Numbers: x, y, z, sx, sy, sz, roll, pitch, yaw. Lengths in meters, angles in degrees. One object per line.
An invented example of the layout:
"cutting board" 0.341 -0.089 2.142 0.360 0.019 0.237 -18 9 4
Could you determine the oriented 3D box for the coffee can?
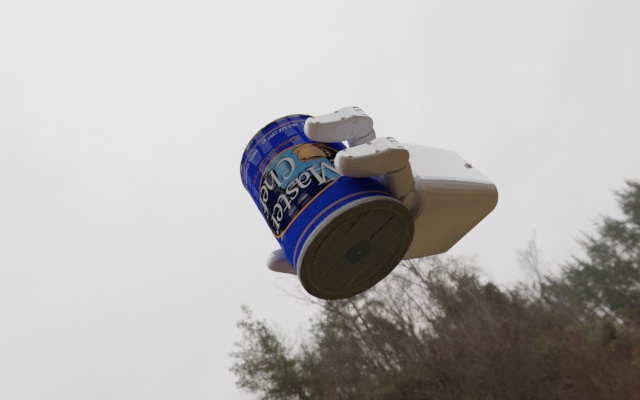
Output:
"coffee can" 0.000 0.002 0.420 0.103 0.103 0.140 0 35 -33
